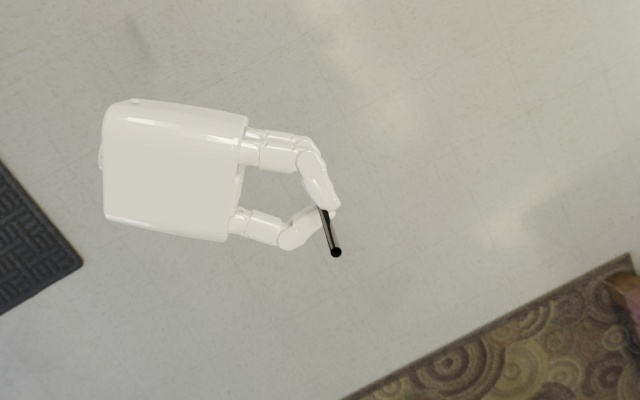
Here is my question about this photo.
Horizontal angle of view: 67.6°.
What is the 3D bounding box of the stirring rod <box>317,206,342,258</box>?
[{"bbox_3d":[0.000,0.001,0.440,0.011,0.011,0.239,0,16,-5],"label":"stirring rod"}]
